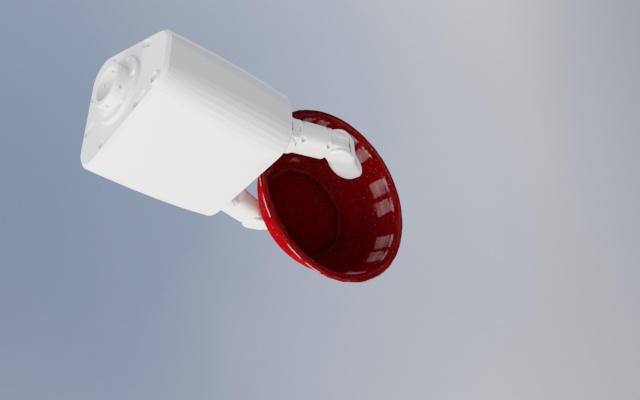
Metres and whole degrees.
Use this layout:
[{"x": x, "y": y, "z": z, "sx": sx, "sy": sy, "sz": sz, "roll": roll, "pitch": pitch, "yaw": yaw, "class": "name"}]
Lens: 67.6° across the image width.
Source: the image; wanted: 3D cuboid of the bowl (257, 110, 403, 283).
[{"x": 0.001, "y": 0.002, "z": 0.436, "sx": 0.162, "sy": 0.162, "sz": 0.055, "roll": 0, "pitch": -21, "yaw": -41, "class": "bowl"}]
